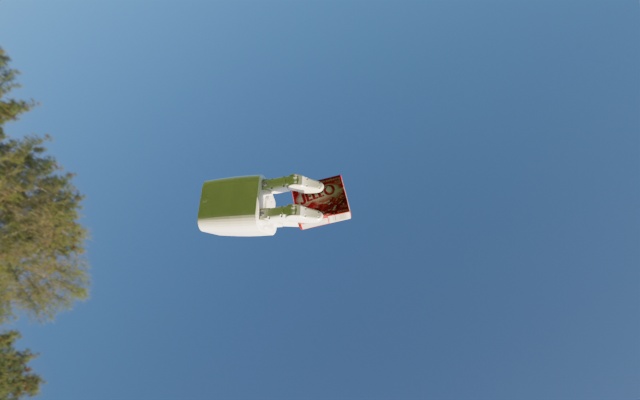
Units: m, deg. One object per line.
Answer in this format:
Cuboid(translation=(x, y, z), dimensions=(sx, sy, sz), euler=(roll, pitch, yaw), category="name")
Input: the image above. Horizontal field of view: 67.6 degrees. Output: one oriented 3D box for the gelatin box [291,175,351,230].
Cuboid(translation=(0.001, 0.003, 0.803), dimensions=(0.089, 0.073, 0.030), euler=(-13, -28, 0), category="gelatin box")
